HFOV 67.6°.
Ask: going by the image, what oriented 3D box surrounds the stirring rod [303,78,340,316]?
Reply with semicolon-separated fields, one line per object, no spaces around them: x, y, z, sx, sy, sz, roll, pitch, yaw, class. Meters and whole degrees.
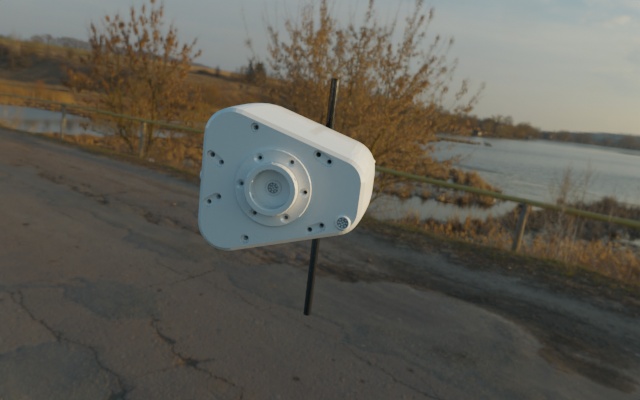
0.000;0.002;0.477;0.011;0.239;0.011;7;11;-1;stirring rod
